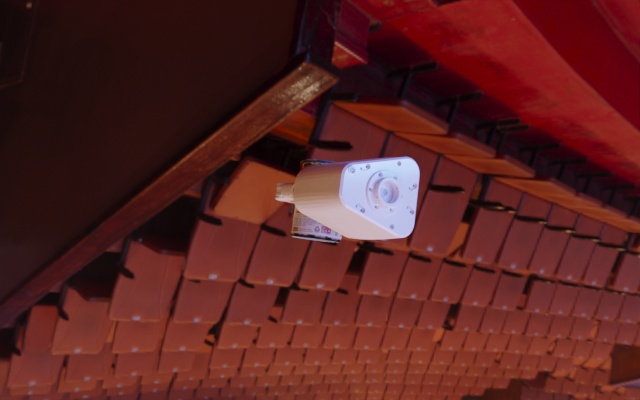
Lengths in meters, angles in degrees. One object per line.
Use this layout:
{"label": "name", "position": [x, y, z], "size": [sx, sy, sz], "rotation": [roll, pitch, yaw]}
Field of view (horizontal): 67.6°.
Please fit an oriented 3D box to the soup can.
{"label": "soup can", "position": [0.000, 0.002, 0.640], "size": [0.068, 0.102, 0.068], "rotation": [7, -6, 1]}
